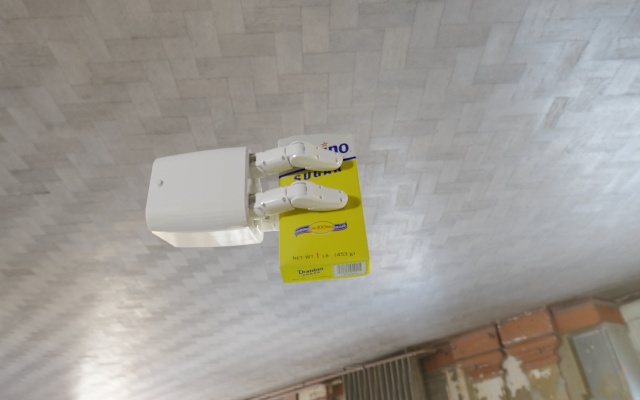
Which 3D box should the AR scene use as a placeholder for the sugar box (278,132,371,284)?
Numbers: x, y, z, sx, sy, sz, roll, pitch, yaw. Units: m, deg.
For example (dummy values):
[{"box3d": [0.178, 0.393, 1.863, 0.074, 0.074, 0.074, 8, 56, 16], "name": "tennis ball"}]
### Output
[{"box3d": [0.000, 0.002, 0.534, 0.093, 0.176, 0.048, -5, -33, 0], "name": "sugar box"}]
